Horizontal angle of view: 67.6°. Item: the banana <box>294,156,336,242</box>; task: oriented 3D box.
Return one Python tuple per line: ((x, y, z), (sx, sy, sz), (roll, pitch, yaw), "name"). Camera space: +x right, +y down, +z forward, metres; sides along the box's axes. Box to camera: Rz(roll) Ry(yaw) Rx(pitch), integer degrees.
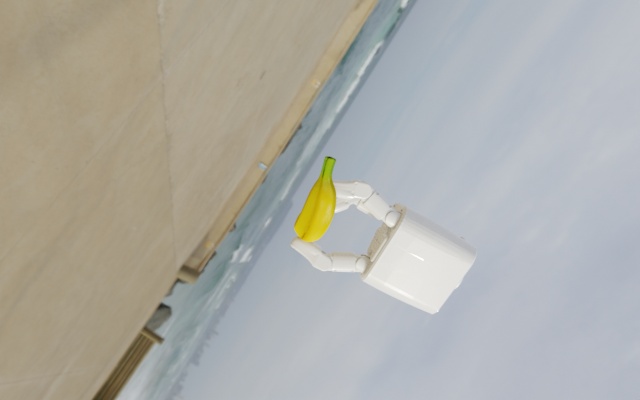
((-0.006, 0.017, 0.574), (0.037, 0.069, 0.198), (24, -20, -2), "banana")
